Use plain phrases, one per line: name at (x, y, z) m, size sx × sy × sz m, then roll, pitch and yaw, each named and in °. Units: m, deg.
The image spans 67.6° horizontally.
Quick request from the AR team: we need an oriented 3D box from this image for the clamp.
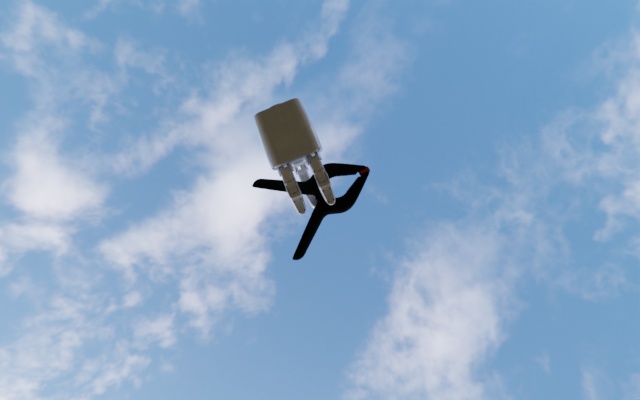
clamp at (0.001, 0.002, 0.875) m, size 0.210 × 0.164 × 0.036 m, roll -22°, pitch -1°, yaw -1°
